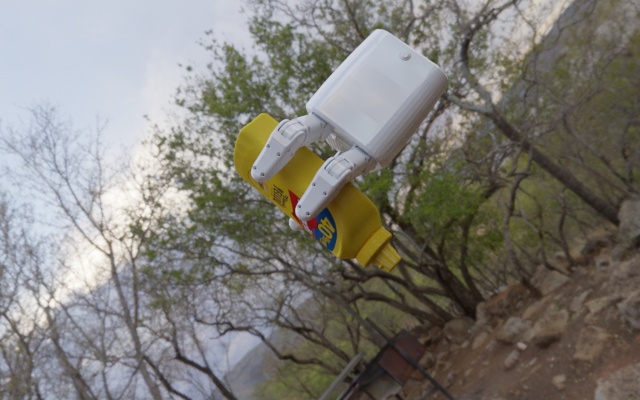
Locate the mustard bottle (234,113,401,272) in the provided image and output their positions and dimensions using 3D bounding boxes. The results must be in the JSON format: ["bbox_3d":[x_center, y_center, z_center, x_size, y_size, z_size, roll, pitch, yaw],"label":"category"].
[{"bbox_3d":[0.000,0.002,0.472,0.191,0.058,0.096,40,-26,14],"label":"mustard bottle"}]
